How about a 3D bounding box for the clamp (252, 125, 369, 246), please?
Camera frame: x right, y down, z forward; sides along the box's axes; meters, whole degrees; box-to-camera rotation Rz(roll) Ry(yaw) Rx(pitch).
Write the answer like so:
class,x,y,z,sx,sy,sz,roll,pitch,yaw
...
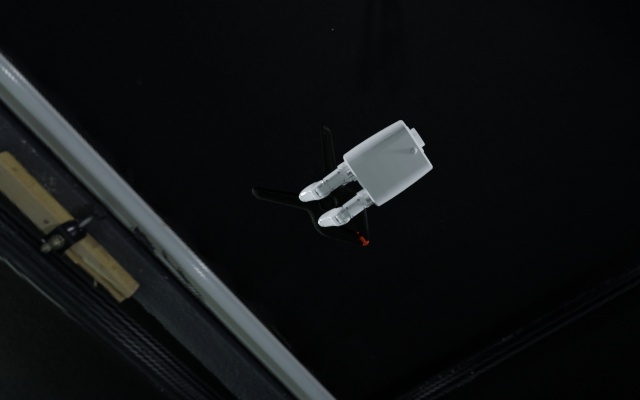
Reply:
class,x,y,z,sx,sy,sz,roll,pitch,yaw
clamp,0.001,0.003,0.802,0.164,0.210,0.036,-34,16,10
